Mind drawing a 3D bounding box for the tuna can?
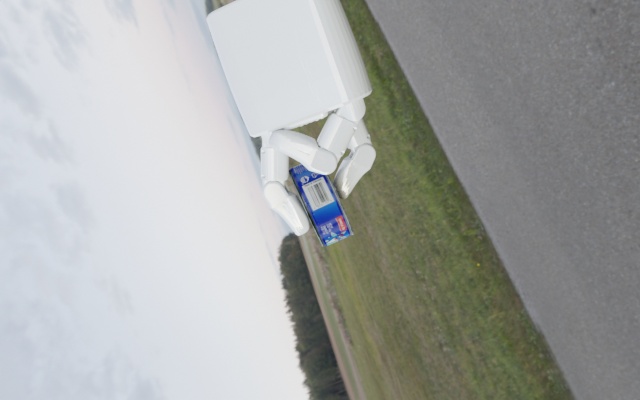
[{"bbox_3d":[0.000,0.002,0.471,0.034,0.086,0.086,-25,1,-1],"label":"tuna can"}]
